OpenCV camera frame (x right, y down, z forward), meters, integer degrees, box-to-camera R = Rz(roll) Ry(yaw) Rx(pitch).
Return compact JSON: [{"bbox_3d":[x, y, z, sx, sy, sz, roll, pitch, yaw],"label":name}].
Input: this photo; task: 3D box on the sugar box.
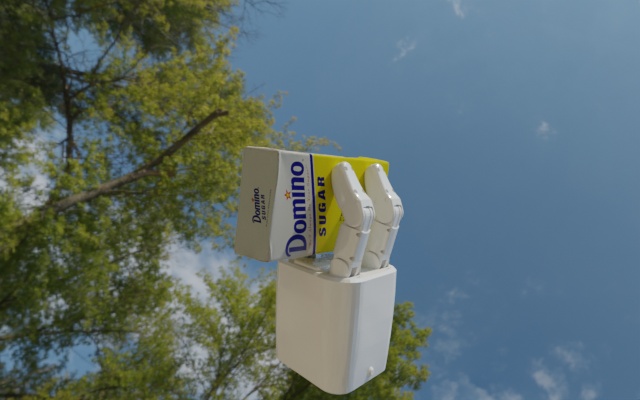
[{"bbox_3d":[0.001,0.002,0.453,0.048,0.093,0.176,11,8,34],"label":"sugar box"}]
